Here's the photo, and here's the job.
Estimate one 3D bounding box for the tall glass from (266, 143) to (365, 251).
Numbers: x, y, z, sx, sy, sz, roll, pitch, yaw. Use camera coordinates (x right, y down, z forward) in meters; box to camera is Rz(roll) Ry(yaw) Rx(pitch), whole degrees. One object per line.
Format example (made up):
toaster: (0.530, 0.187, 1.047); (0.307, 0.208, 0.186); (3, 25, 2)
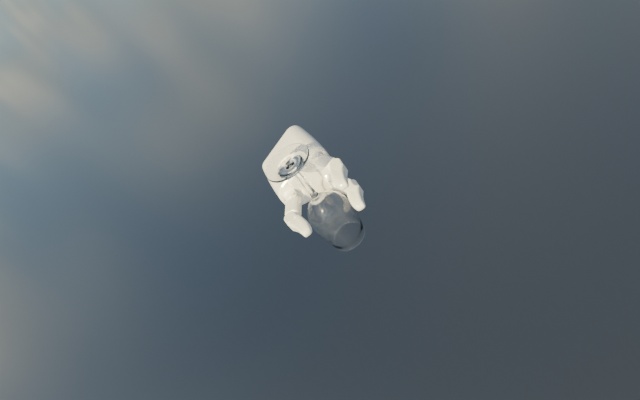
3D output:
tall glass: (0.000, 0.002, 0.757); (0.079, 0.079, 0.201); (0, -36, 38)
